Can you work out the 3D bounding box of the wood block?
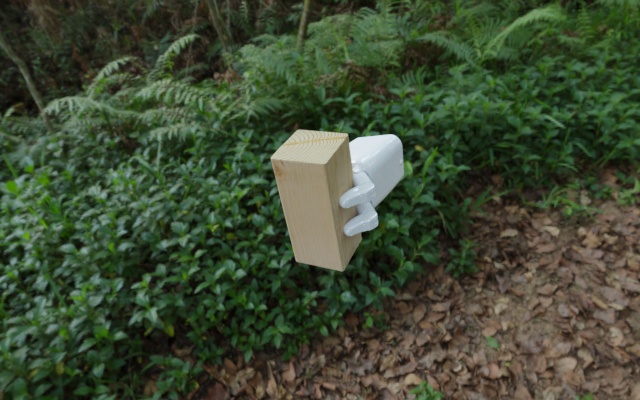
[{"bbox_3d":[0.000,0.002,0.759,0.091,0.206,0.090,9,40,25],"label":"wood block"}]
